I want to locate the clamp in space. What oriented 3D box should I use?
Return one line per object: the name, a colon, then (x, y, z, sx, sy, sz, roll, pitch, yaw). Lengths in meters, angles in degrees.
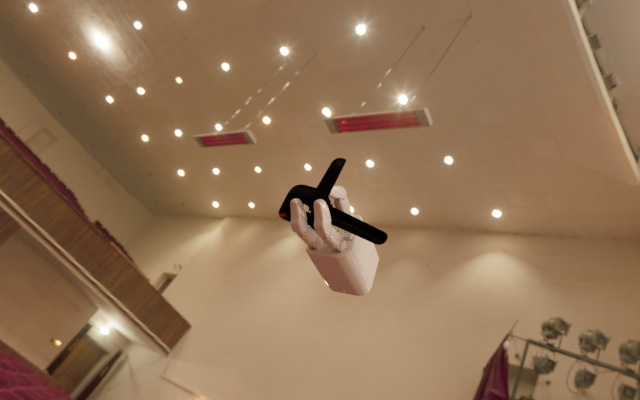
clamp: (0.000, 0.002, 0.811, 0.210, 0.165, 0.036, 1, 37, 41)
